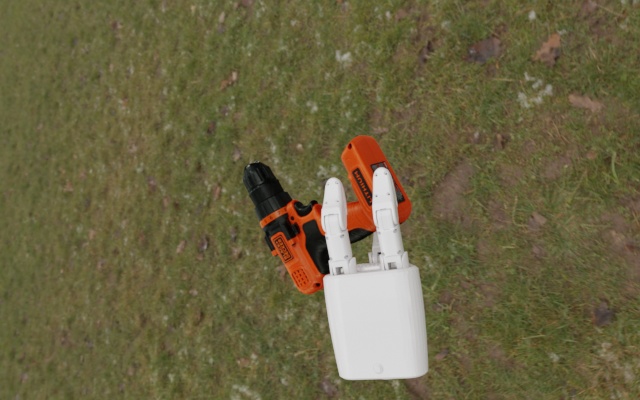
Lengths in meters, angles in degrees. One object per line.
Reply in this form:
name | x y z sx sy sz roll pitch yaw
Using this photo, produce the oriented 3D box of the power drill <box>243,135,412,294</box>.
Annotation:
power drill | 0.000 0.002 0.570 0.188 0.184 0.057 -34 -6 37
